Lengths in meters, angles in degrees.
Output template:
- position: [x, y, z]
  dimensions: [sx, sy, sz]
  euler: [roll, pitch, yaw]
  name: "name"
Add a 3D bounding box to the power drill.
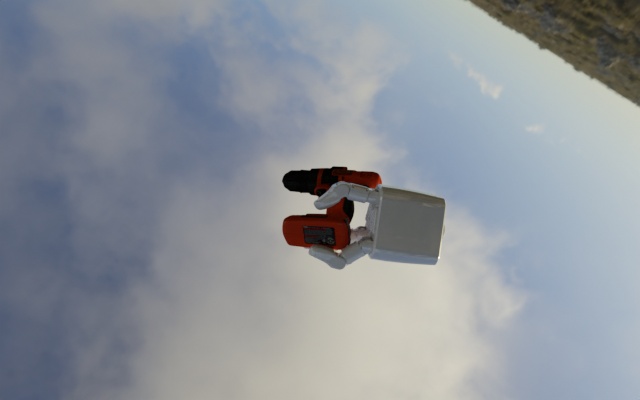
- position: [0.000, 0.003, 0.807]
  dimensions: [0.184, 0.057, 0.187]
  euler: [2, 34, 18]
  name: "power drill"
